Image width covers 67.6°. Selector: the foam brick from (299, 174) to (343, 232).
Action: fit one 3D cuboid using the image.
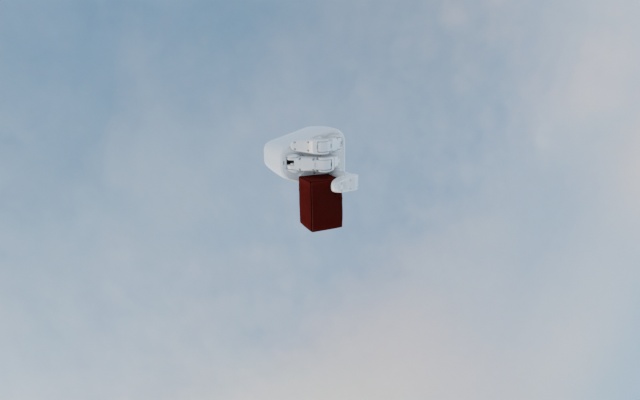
[{"bbox_3d":[0.000,0.003,0.736,0.053,0.078,0.051,-6,14,-23],"label":"foam brick"}]
